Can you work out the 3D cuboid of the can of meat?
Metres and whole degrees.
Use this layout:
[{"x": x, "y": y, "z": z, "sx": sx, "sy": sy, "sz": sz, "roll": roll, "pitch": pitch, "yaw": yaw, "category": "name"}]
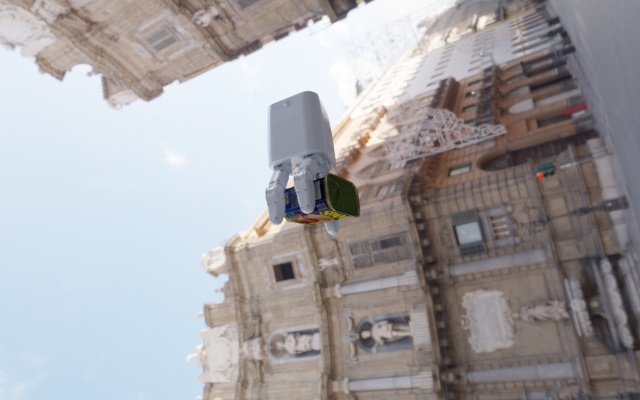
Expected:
[{"x": 0.000, "y": 0.003, "z": 0.725, "sx": 0.084, "sy": 0.057, "sz": 0.102, "roll": -15, "pitch": -16, "yaw": 27, "category": "can of meat"}]
